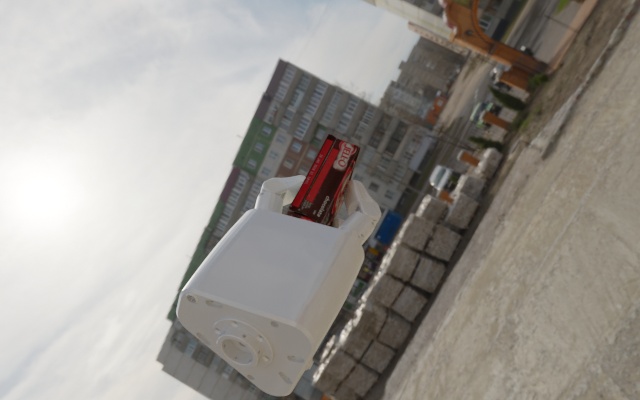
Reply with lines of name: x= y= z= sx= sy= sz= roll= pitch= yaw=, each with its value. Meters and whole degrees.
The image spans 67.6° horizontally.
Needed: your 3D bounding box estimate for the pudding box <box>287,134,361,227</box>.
pudding box: x=0.000 y=0.002 z=0.476 sx=0.039 sy=0.090 sz=0.113 roll=26 pitch=-24 yaw=5
